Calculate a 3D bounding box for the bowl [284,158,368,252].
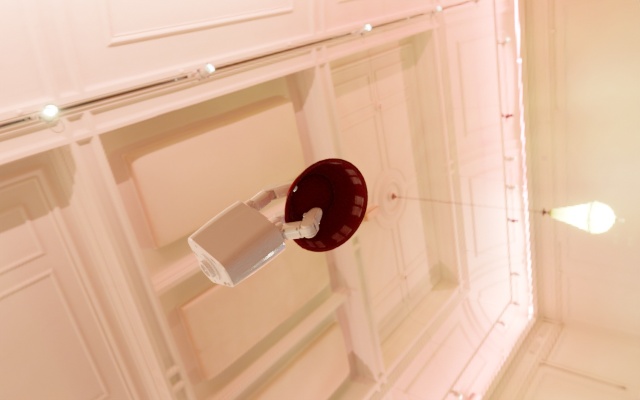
[{"bbox_3d":[0.001,0.002,0.804,0.162,0.162,0.055,0,16,-32],"label":"bowl"}]
